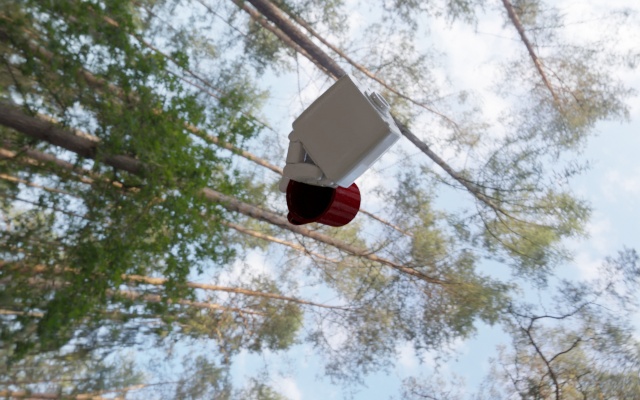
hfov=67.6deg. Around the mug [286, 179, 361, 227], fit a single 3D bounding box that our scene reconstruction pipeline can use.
[{"bbox_3d":[-0.001,0.003,0.727,0.117,0.093,0.081,-41,-33,23],"label":"mug"}]
